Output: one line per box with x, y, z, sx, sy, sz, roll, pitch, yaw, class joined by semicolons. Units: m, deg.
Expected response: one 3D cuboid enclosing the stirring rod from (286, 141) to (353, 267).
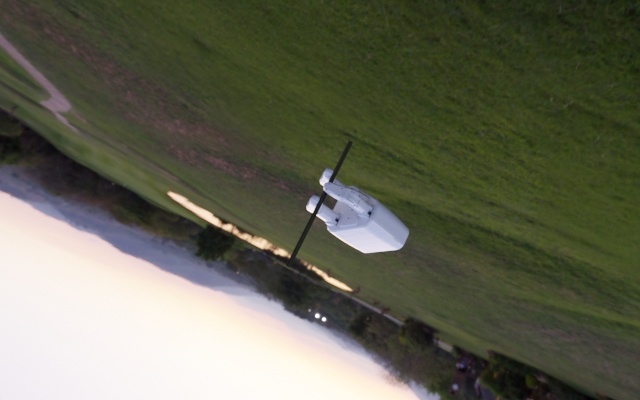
0.000;0.003;0.804;0.011;0.239;0.011;25;-13;6;stirring rod
